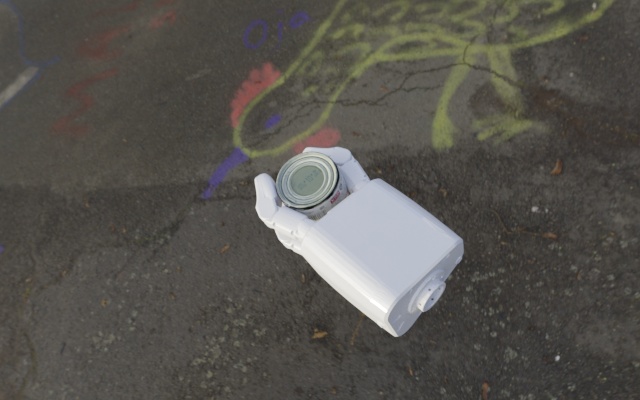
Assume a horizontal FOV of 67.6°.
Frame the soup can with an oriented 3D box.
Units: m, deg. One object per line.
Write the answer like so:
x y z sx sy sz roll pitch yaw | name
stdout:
0.000 0.001 0.518 0.068 0.068 0.102 0 -27 19 | soup can
